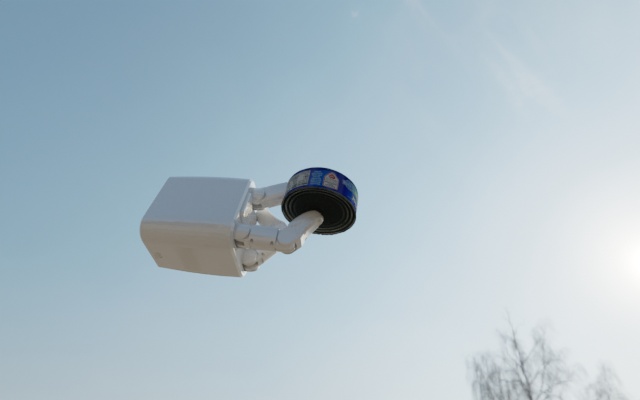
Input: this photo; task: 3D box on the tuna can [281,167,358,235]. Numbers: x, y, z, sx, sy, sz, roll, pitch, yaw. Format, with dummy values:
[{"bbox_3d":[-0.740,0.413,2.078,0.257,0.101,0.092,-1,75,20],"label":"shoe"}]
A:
[{"bbox_3d":[0.000,0.001,0.546,0.086,0.033,0.086,7,-38,6],"label":"tuna can"}]
